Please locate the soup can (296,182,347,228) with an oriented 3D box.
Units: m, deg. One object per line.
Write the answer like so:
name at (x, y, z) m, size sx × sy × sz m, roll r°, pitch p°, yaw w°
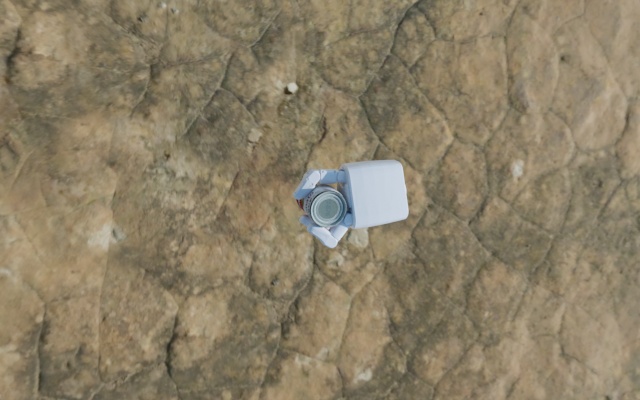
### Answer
soup can at (0.000, 0.003, 0.856) m, size 0.068 × 0.068 × 0.102 m, roll 0°, pitch 15°, yaw -17°
